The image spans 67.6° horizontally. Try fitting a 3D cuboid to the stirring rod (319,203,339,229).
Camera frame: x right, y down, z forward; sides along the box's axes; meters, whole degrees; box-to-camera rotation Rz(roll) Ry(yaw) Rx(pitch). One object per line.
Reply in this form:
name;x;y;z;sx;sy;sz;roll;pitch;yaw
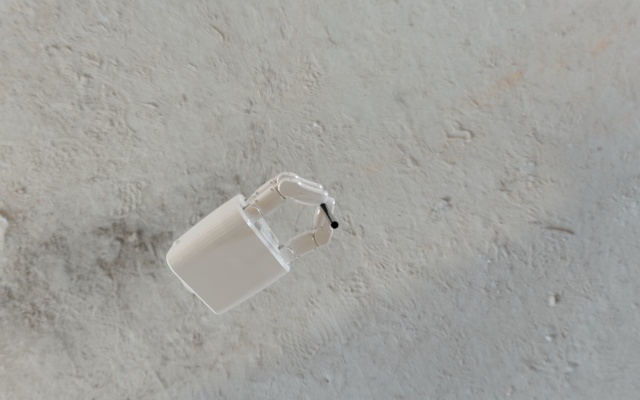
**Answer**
stirring rod;0.000;0.002;0.583;0.011;0.011;0.239;0;11;-7
